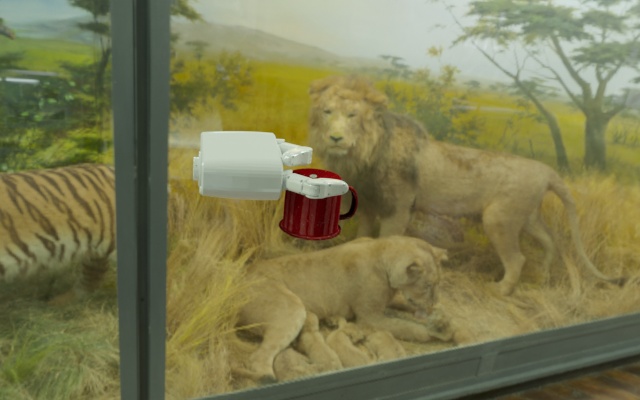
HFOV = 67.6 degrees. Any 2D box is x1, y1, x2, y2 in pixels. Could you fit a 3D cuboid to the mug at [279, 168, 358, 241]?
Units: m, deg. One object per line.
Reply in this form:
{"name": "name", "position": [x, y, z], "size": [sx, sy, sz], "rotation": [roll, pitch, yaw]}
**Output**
{"name": "mug", "position": [0.002, 0.002, 0.698], "size": [0.117, 0.081, 0.093], "rotation": [0, 20, -16]}
